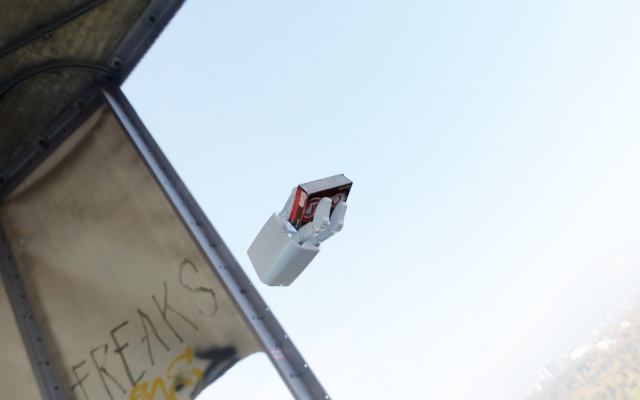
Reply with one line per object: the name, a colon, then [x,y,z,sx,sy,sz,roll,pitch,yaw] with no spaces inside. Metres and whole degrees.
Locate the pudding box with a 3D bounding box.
pudding box: [0.000,0.003,0.895,0.113,0.090,0.039,-18,50,-39]
